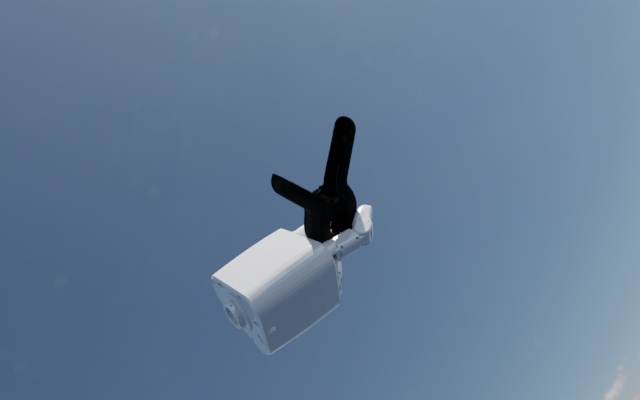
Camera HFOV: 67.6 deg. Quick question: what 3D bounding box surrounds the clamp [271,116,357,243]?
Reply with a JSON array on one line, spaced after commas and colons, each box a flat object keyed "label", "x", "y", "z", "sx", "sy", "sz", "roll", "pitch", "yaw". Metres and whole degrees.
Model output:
[{"label": "clamp", "x": 0.000, "y": 0.002, "z": 0.541, "sx": 0.120, "sy": 0.172, "sz": 0.039, "roll": -32, "pitch": 43, "yaw": -28}]
